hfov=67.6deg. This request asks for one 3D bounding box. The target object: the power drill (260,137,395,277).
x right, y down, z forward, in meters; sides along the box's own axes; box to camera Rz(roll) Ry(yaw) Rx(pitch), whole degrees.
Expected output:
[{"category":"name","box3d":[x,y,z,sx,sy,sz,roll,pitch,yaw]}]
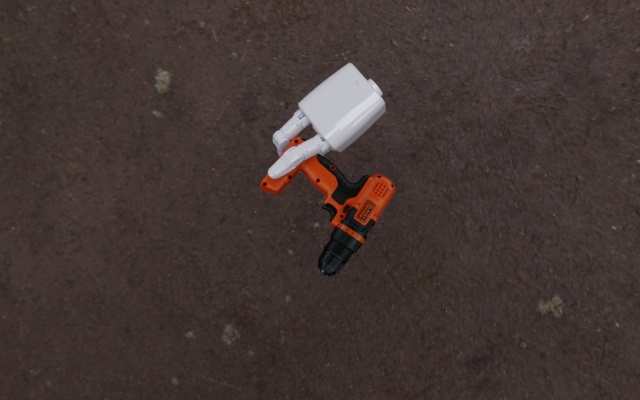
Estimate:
[{"category":"power drill","box3d":[0.000,0.002,0.764,0.187,0.184,0.057,35,-7,0]}]
